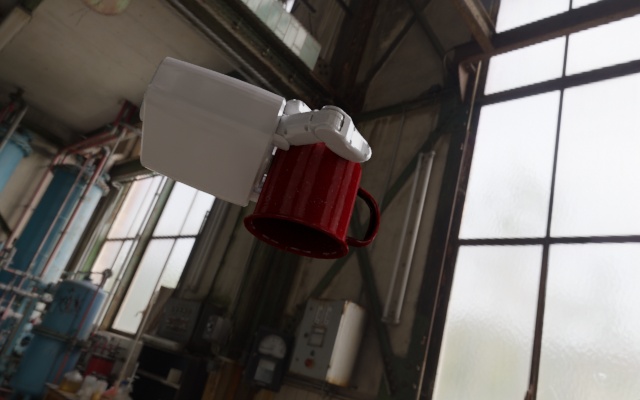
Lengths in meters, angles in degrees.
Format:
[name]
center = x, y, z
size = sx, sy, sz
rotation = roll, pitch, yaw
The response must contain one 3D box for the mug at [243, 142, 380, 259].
[mug]
center = 0.001, 0.002, 0.425
size = 0.117, 0.081, 0.093
rotation = 21, -23, -10
